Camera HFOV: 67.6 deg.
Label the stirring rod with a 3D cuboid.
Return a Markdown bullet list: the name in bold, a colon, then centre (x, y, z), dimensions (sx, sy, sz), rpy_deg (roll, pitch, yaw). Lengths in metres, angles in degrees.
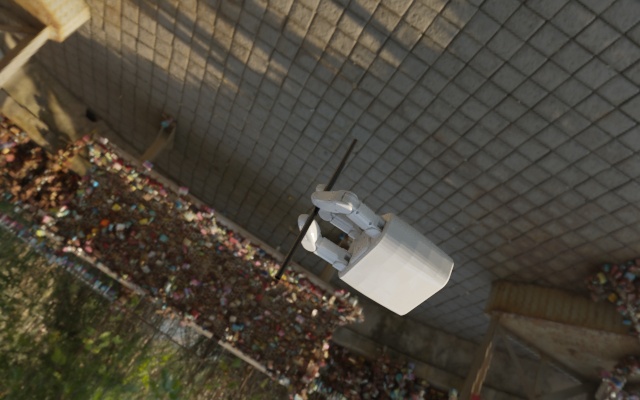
- **stirring rod**: centre (0.000, 0.002, 0.616), dimensions (0.011, 0.239, 0.011), rpy_deg (20, -35, 15)
